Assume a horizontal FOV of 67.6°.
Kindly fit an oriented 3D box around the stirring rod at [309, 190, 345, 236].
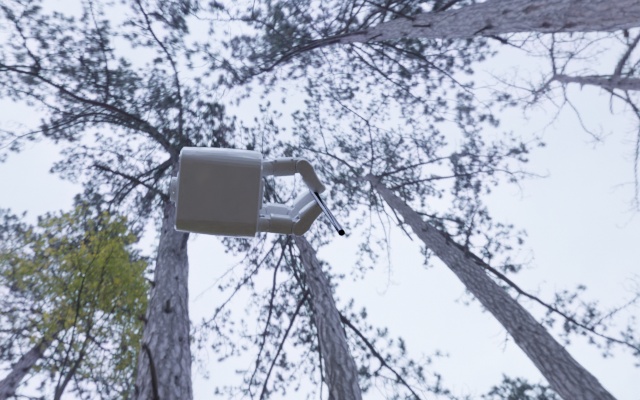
[{"bbox_3d":[0.000,0.002,0.626,0.011,0.011,0.239,0,16,-11],"label":"stirring rod"}]
